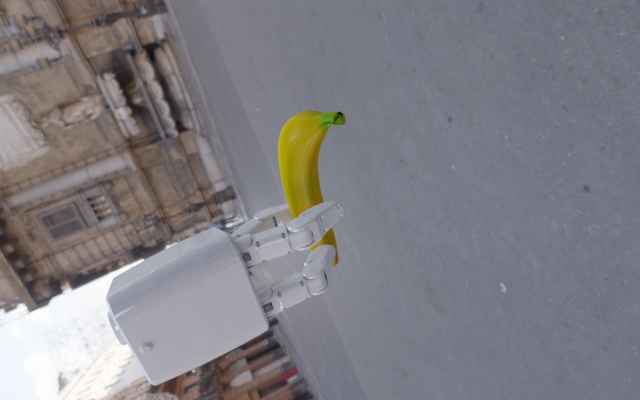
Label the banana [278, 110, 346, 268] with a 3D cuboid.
[{"bbox_3d":[-0.010,-0.012,0.453,0.037,0.198,0.069,-27,52,-22],"label":"banana"}]
